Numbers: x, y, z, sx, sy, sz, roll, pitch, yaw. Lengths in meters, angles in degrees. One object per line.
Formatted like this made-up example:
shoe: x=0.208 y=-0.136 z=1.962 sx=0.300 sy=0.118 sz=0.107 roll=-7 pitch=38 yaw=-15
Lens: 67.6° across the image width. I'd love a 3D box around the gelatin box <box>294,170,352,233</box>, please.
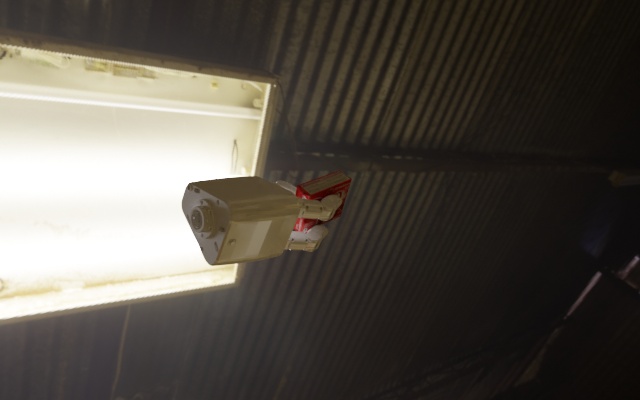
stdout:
gelatin box: x=0.000 y=0.002 z=0.706 sx=0.089 sy=0.073 sz=0.030 roll=-23 pitch=50 yaw=-39
